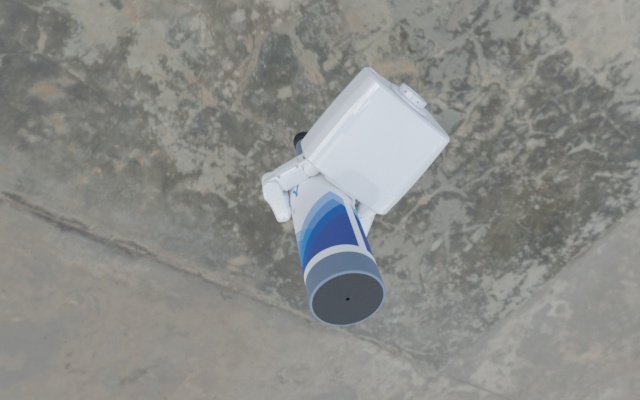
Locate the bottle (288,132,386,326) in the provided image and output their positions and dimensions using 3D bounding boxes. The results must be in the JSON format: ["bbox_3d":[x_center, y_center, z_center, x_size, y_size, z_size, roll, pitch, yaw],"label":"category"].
[{"bbox_3d":[0.000,0.002,0.523,0.069,0.069,0.295,0,34,-11],"label":"bottle"}]
